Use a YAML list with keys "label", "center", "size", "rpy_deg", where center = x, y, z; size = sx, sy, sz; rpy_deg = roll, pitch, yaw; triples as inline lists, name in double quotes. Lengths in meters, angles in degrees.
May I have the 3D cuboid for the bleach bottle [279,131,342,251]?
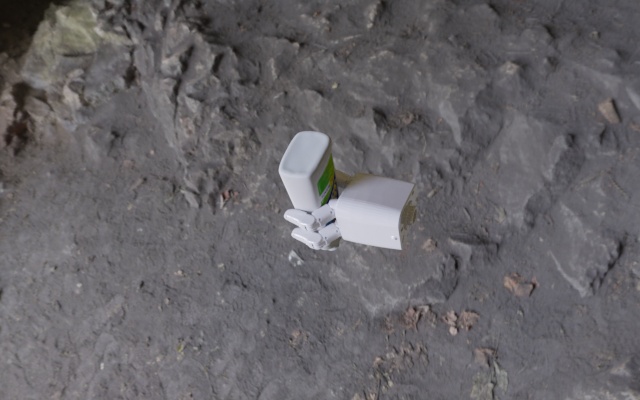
- label: "bleach bottle"
  center: [0.000, 0.003, 0.833]
  size: [0.068, 0.102, 0.251]
  rpy_deg: [11, -33, 23]
